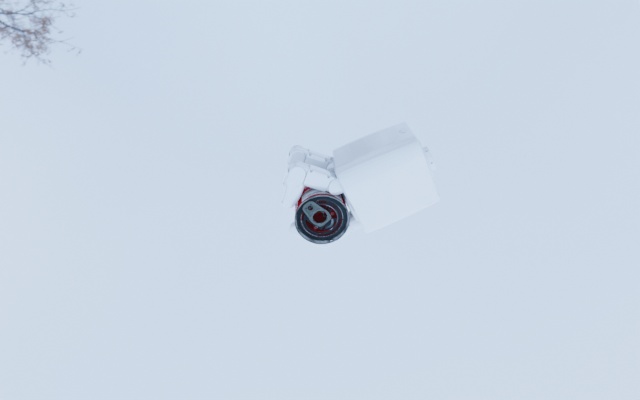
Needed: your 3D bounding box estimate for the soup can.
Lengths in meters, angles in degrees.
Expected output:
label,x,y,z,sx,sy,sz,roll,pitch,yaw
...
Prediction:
label,x,y,z,sx,sy,sz,roll,pitch,yaw
soup can,0.000,0.002,0.626,0.068,0.068,0.102,0,26,-3
